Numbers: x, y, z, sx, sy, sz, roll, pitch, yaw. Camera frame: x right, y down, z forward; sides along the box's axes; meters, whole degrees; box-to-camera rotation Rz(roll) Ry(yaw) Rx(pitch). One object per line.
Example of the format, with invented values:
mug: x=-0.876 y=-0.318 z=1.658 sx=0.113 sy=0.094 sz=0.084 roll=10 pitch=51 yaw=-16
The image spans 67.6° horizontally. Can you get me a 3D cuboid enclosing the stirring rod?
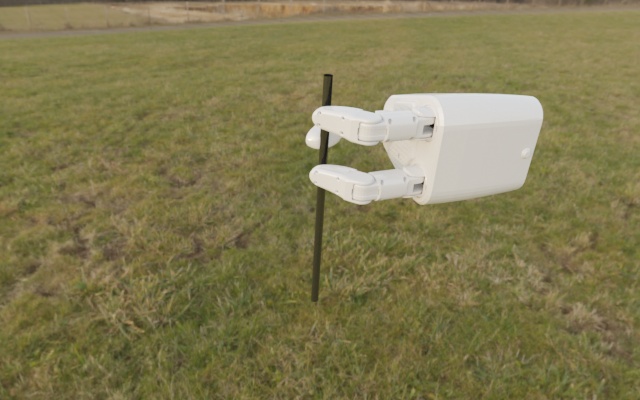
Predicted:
stirring rod: x=0.000 y=0.002 z=0.452 sx=0.011 sy=0.240 sz=0.011 roll=3 pitch=30 yaw=-1
